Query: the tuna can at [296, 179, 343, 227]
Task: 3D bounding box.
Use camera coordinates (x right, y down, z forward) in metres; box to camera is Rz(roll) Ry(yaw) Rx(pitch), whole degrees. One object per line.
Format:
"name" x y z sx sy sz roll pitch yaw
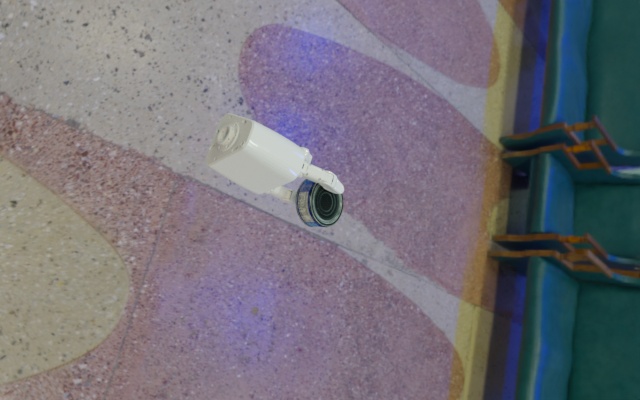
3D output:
"tuna can" 0.001 0.003 0.801 0.034 0.086 0.086 -1 -1 43
